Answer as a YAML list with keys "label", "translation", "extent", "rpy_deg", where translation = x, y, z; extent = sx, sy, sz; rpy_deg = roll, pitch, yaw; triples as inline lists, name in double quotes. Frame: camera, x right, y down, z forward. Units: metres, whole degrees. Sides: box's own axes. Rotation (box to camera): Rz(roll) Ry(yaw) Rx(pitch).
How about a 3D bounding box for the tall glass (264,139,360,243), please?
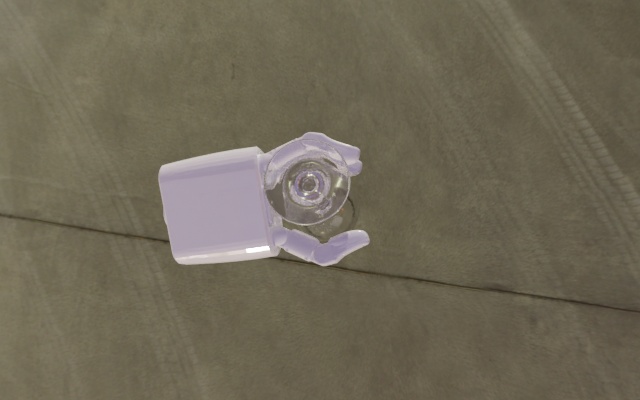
- label: "tall glass"
  translation: [0.000, 0.002, 0.497]
  extent: [0.079, 0.079, 0.201]
  rpy_deg: [0, -10, 7]
